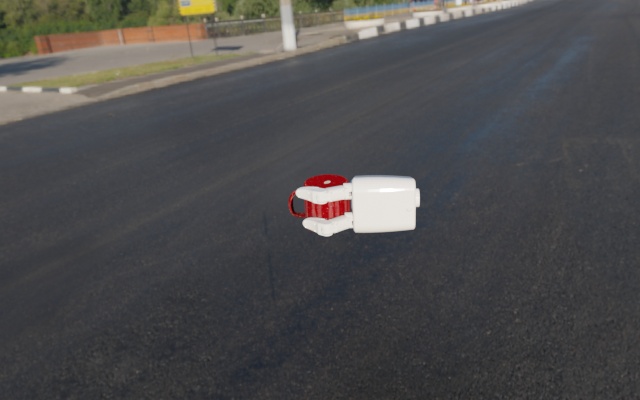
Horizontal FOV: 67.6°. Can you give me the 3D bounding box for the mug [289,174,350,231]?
[{"bbox_3d":[-0.001,0.003,0.867,0.117,0.081,0.093,-1,22,5],"label":"mug"}]
